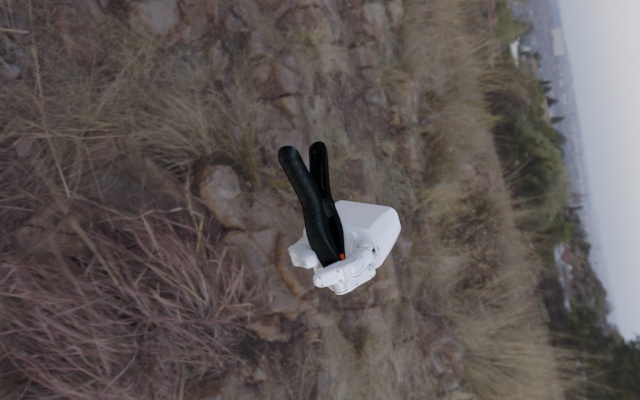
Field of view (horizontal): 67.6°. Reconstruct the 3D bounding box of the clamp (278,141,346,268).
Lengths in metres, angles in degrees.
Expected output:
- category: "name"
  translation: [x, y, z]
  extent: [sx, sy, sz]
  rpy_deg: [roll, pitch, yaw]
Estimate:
- category: "clamp"
  translation: [0.001, 0.002, 0.607]
  extent: [0.039, 0.171, 0.120]
  rpy_deg: [-9, 15, 27]
